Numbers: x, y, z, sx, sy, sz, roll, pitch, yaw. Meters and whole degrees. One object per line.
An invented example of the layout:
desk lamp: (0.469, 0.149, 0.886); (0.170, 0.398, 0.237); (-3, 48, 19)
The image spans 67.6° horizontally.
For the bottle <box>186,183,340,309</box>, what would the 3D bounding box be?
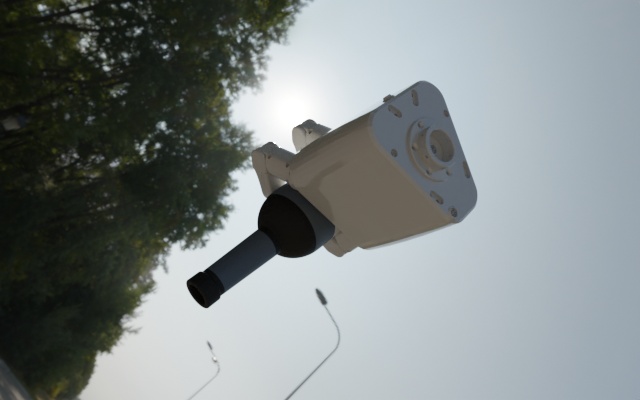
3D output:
bottle: (0.000, 0.001, 0.455); (0.069, 0.069, 0.295); (0, 29, 48)
